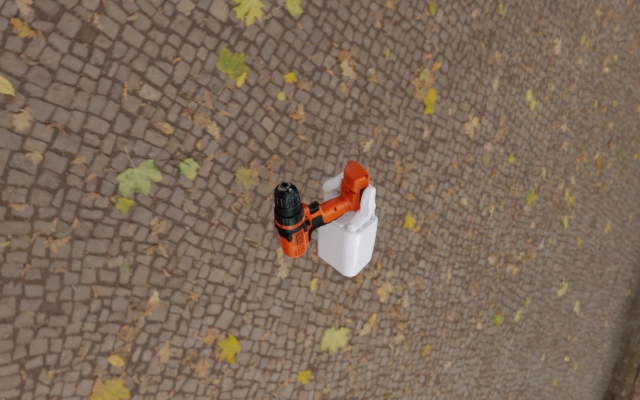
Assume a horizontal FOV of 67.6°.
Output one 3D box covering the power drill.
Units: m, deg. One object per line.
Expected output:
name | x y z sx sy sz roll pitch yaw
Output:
power drill | 0.001 0.003 0.856 0.187 0.185 0.057 -30 56 -21
